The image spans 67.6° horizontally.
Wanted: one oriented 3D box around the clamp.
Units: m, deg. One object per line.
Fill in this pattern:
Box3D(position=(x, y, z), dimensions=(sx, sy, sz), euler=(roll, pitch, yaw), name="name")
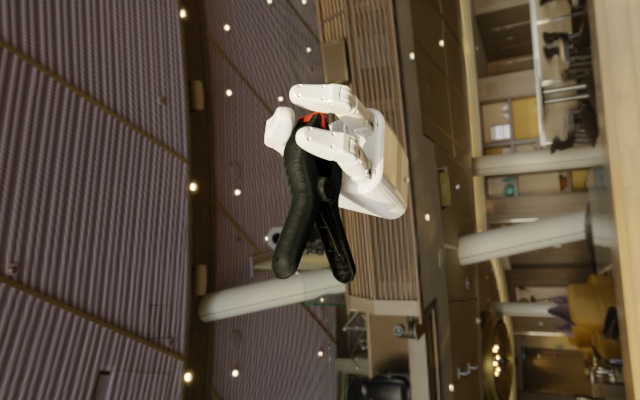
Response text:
Box3D(position=(-0.001, 0.001, 0.464), dimensions=(0.039, 0.171, 0.120), euler=(-5, -22, 27), name="clamp")
